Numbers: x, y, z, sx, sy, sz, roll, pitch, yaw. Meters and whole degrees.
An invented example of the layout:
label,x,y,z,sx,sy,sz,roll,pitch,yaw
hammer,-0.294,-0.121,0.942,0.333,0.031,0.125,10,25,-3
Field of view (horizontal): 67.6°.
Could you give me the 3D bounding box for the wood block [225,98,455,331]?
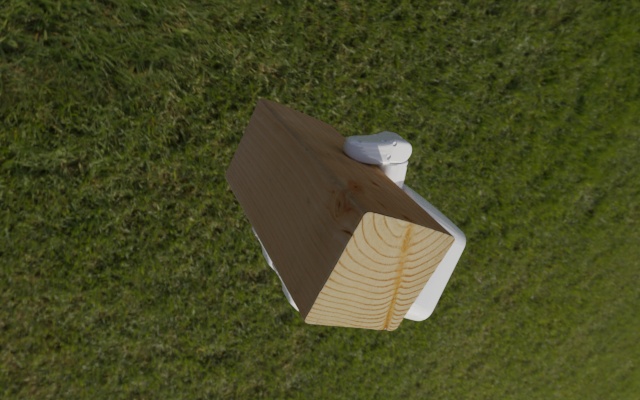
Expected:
label,x,y,z,sx,sy,sz,roll,pitch,yaw
wood block,0.001,0.001,0.403,0.090,0.091,0.206,16,21,-35
